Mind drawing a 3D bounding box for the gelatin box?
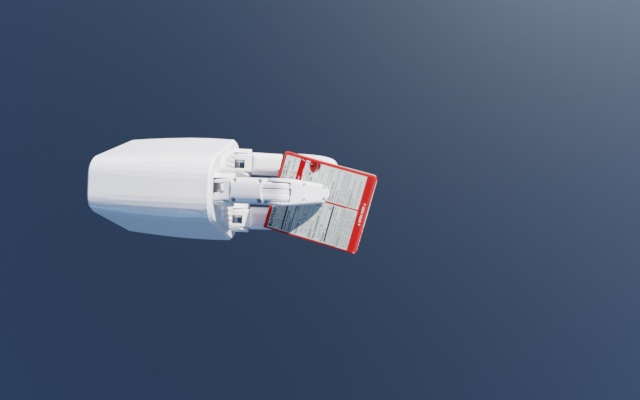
[{"bbox_3d":[0.000,0.002,0.440,0.089,0.073,0.030,16,1,7],"label":"gelatin box"}]
